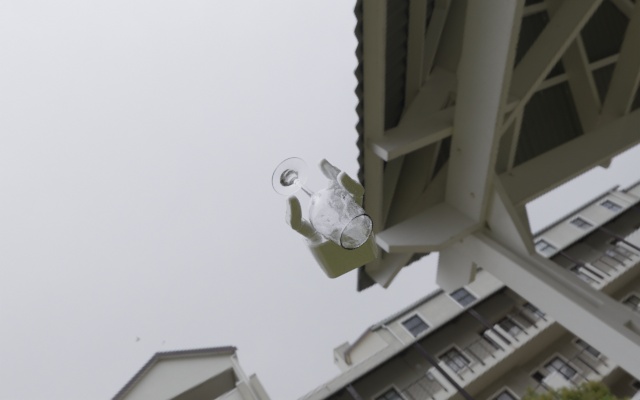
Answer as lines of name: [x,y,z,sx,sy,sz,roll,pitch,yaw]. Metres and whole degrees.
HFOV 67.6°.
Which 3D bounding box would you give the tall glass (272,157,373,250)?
tall glass: [0.000,0.002,0.781,0.079,0.079,0.201,0,27,-38]
